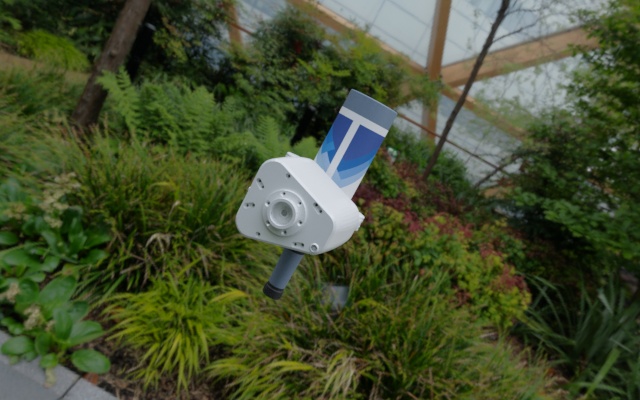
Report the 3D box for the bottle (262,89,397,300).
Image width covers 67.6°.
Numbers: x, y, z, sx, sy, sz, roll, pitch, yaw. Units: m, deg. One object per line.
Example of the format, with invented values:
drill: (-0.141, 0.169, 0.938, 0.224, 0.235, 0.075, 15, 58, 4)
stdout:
bottle: (0.000, 0.002, 0.631, 0.069, 0.296, 0.069, 27, 11, -6)
